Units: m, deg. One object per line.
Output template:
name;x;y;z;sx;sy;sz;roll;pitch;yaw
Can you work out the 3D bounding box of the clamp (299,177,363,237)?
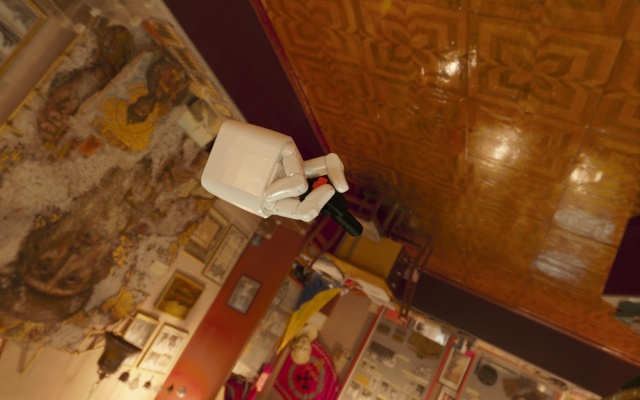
clamp;0.000;0.003;0.745;0.120;0.039;0.171;18;-19;22
